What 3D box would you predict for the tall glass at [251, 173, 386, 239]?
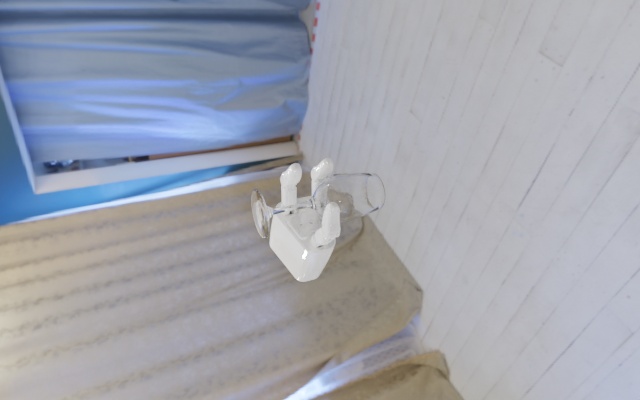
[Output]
[{"bbox_3d":[0.000,0.003,0.740,0.201,0.079,0.079,-11,4,-23],"label":"tall glass"}]
